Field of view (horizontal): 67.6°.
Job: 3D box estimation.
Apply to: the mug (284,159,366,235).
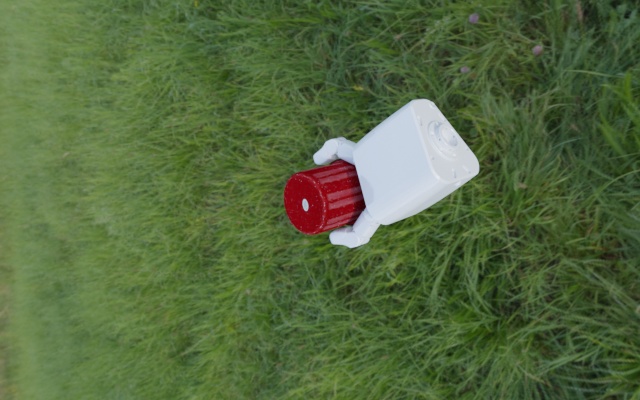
[{"bbox_3d":[-0.001,0.003,0.629,0.081,0.093,0.117,-16,-15,-42],"label":"mug"}]
